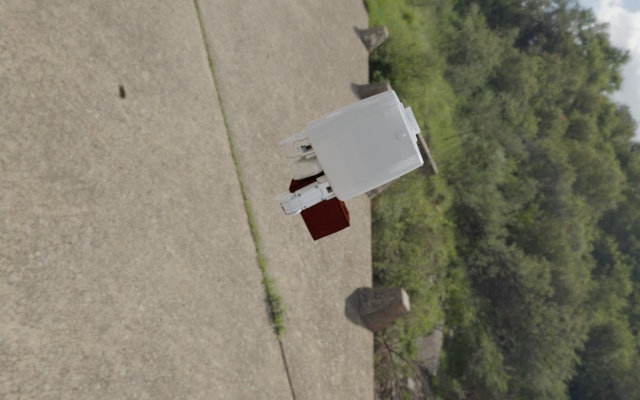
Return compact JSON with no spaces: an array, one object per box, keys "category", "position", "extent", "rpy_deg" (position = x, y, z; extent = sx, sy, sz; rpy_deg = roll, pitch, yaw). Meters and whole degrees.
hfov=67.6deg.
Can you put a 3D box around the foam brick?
[{"category":"foam brick","position":[0.000,0.002,0.608],"extent":[0.051,0.078,0.053],"rpy_deg":[-23,15,8]}]
